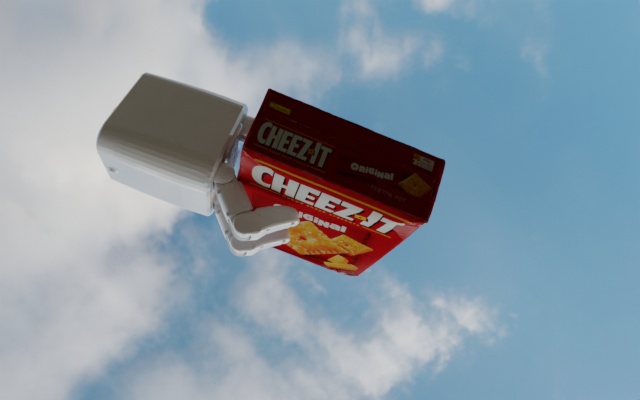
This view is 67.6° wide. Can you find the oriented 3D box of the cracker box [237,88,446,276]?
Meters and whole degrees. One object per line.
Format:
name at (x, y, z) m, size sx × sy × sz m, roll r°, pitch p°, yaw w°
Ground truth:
cracker box at (0.000, 0.001, 0.482) m, size 0.164 × 0.072 × 0.214 m, roll 21°, pitch -24°, yaw -4°
